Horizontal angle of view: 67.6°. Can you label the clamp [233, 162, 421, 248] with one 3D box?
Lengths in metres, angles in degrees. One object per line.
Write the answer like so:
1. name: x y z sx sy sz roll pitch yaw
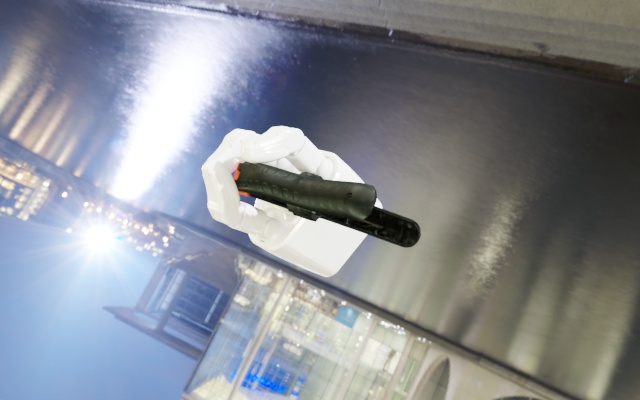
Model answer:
1. clamp: 0.000 0.002 0.402 0.171 0.039 0.120 17 -13 40
